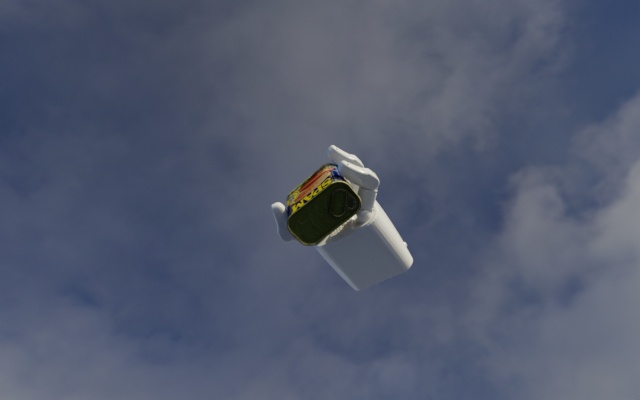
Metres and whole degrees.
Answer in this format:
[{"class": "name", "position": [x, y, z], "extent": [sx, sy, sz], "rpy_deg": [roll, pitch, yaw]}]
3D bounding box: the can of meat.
[{"class": "can of meat", "position": [0.000, 0.002, 0.669], "extent": [0.102, 0.057, 0.084], "rpy_deg": [-38, 23, 10]}]
